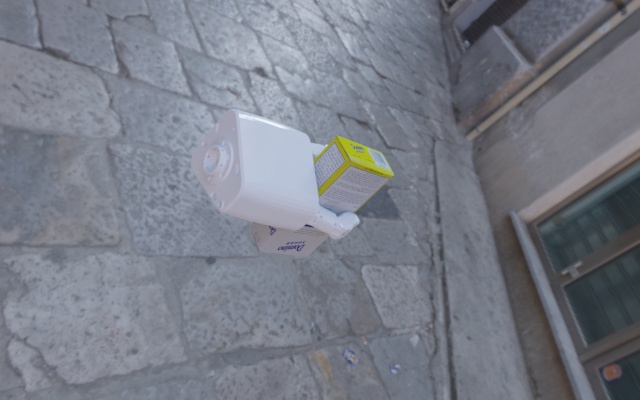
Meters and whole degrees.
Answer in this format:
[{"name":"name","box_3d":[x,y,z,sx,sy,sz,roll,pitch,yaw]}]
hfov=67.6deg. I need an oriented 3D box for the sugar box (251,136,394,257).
[{"name":"sugar box","box_3d":[0.000,0.001,0.602,0.093,0.048,0.176,14,-47,-47]}]
